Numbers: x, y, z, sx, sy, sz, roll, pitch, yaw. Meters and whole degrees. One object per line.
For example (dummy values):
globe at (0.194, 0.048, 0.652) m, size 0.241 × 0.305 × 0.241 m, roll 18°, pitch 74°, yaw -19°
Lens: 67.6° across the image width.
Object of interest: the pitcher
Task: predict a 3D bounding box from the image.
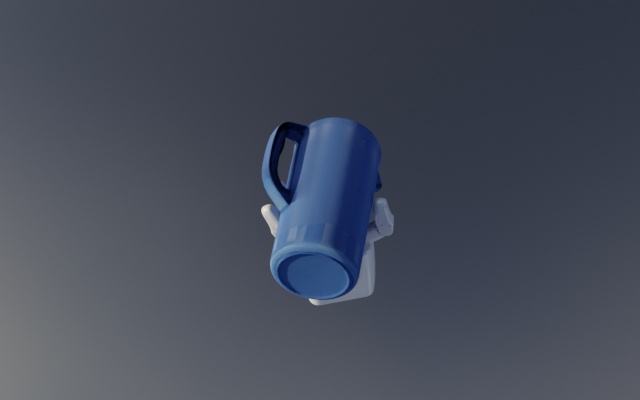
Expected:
pitcher at (0.000, 0.002, 0.644) m, size 0.149 × 0.145 × 0.242 m, roll 0°, pitch 43°, yaw 12°
